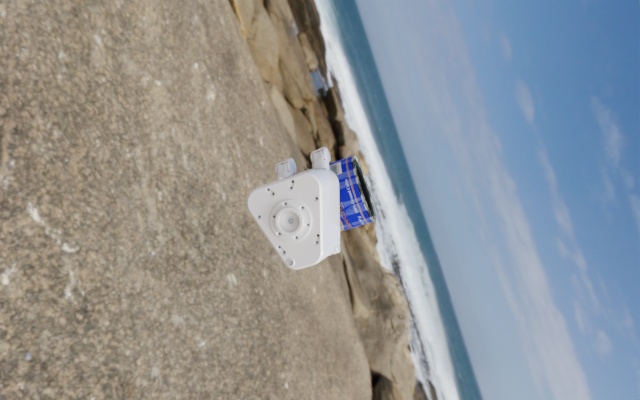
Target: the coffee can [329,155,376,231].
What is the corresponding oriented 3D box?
[{"bbox_3d":[0.000,0.002,0.707,0.140,0.103,0.103,-18,-4,12],"label":"coffee can"}]
